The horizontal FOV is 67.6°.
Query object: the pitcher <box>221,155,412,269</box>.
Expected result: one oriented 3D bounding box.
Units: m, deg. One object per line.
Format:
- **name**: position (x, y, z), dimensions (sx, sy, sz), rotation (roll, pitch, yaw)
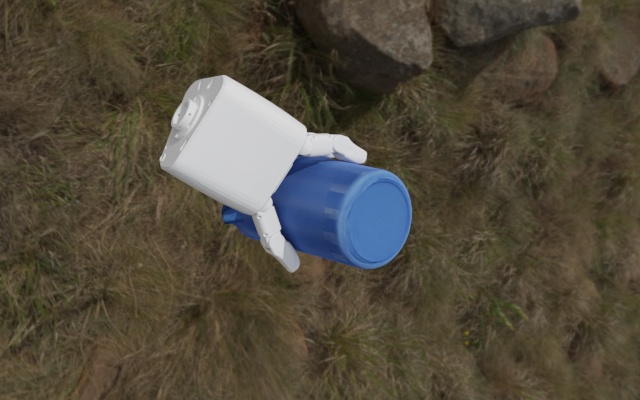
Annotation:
- **pitcher**: position (0.000, 0.002, 0.600), dimensions (0.145, 0.149, 0.243), rotation (32, -12, -36)
